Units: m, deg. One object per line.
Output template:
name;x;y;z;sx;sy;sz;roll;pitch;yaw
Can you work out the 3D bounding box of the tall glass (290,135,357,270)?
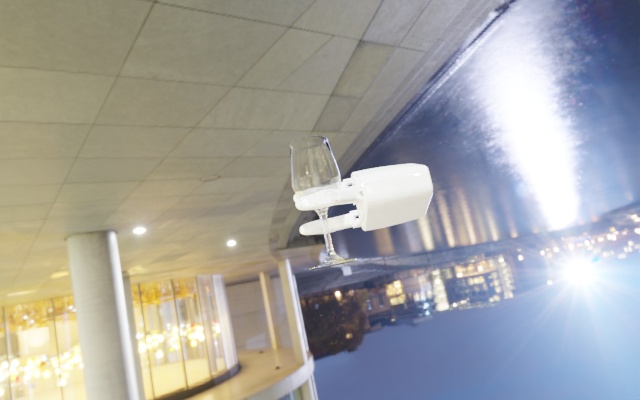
tall glass;0.000;0.003;0.746;0.079;0.201;0.079;-11;-9;-2
